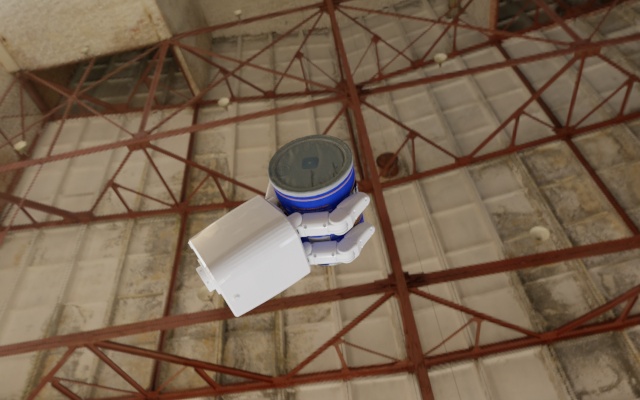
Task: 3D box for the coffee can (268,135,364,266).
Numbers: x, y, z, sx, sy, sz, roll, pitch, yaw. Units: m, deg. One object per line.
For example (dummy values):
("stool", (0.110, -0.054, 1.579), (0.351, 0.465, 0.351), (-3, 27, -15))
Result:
("coffee can", (0.000, 0.002, 0.612), (0.103, 0.102, 0.140), (0, -43, 15))
